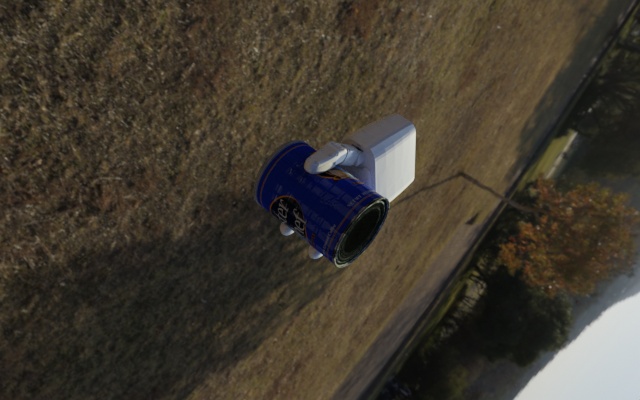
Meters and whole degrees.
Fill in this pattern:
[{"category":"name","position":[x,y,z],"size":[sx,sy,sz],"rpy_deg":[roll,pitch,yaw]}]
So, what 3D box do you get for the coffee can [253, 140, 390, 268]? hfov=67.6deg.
[{"category":"coffee can","position":[0.000,0.002,0.600],"size":[0.140,0.103,0.103],"rpy_deg":[37,17,25]}]
